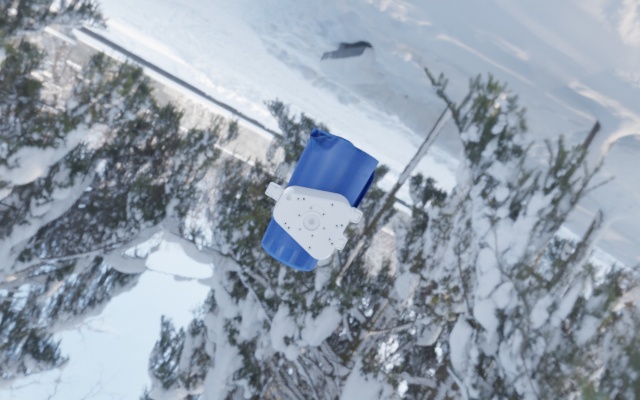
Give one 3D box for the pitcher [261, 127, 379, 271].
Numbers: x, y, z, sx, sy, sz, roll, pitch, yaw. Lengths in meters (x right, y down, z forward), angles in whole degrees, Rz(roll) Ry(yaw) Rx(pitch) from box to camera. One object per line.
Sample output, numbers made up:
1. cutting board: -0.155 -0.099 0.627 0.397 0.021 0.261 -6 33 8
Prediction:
1. pitcher: 0.000 0.003 0.870 0.149 0.243 0.145 28 4 -4
